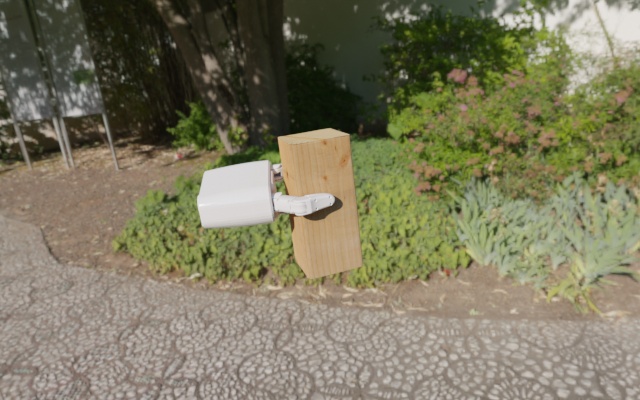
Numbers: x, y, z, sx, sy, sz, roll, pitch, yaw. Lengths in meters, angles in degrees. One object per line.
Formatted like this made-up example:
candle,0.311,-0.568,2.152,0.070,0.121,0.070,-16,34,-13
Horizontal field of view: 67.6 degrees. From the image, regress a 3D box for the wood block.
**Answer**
wood block,0.000,0.002,0.734,0.090,0.206,0.090,-12,17,-14
